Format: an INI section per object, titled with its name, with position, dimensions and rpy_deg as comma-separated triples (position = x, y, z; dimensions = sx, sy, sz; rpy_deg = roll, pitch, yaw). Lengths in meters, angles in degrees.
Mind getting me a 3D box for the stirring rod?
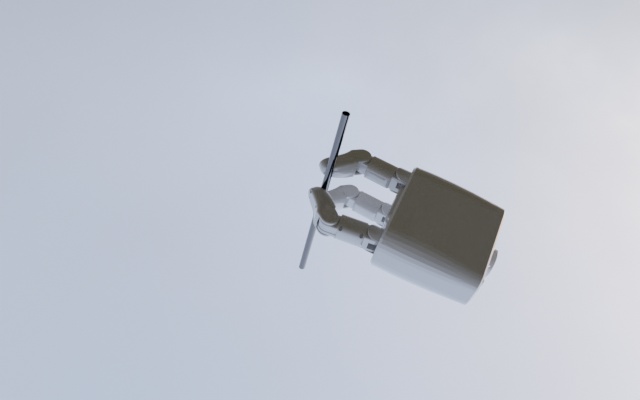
[stirring rod]
position = 0.000, 0.002, 0.533
dimensions = 0.011, 0.011, 0.240
rpy_deg = 0, -44, -16
